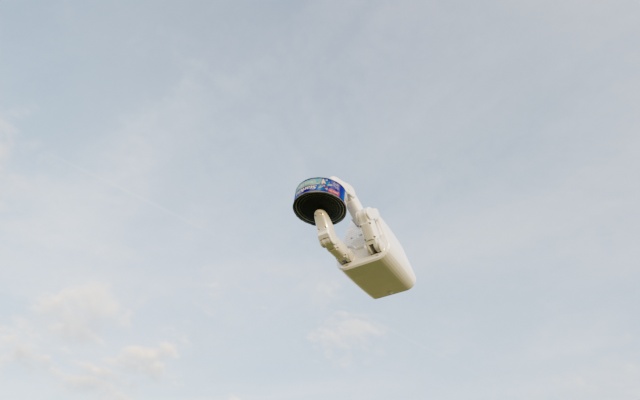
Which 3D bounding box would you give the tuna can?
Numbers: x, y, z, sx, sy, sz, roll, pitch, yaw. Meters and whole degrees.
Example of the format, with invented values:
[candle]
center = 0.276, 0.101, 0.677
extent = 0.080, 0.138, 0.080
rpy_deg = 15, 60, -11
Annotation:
[tuna can]
center = 0.000, 0.002, 0.758
extent = 0.086, 0.033, 0.086
rpy_deg = 4, -40, 4
